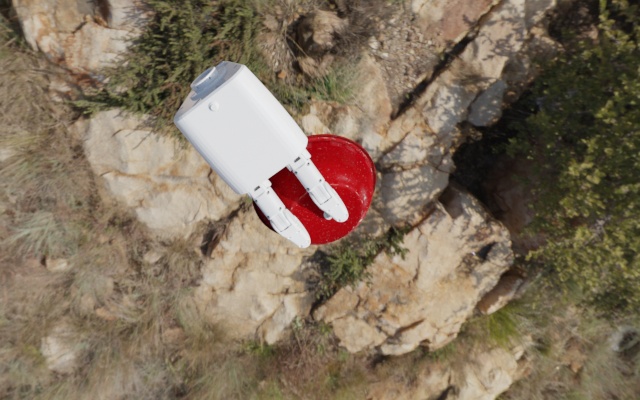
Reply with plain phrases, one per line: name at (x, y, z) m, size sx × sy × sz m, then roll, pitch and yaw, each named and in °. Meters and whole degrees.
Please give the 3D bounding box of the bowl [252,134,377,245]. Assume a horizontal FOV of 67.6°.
bowl at (0.001, 0.003, 0.586) m, size 0.162 × 0.162 × 0.055 m, roll 0°, pitch 37°, yaw -18°
